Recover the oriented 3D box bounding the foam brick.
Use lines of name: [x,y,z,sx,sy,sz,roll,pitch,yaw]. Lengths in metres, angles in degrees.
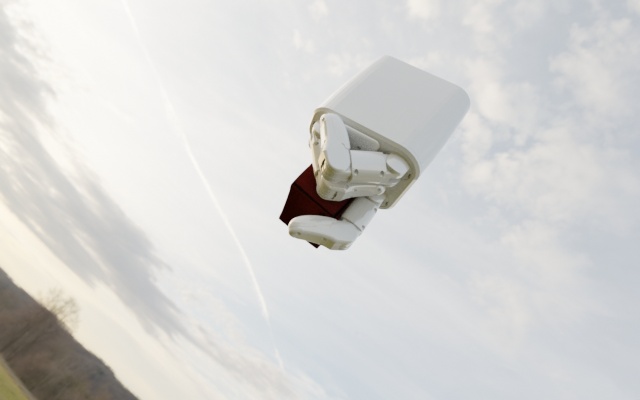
foam brick: [0.000,0.002,0.464,0.053,0.051,0.078,39,-29,6]
